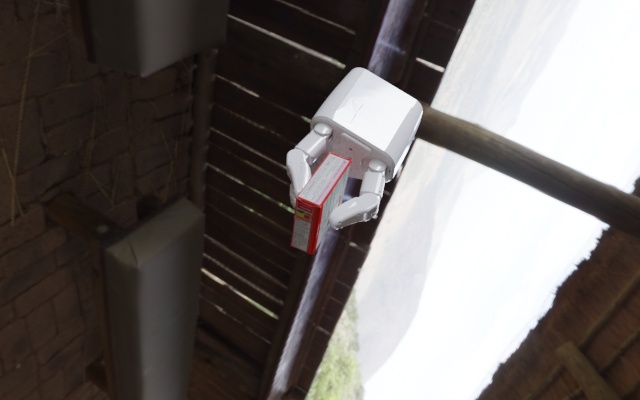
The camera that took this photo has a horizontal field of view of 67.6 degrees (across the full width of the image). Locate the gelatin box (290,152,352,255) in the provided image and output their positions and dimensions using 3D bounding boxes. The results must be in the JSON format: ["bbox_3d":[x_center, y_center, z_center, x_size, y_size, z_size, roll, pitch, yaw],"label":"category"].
[{"bbox_3d":[0.000,0.002,0.513,0.030,0.073,0.089,21,45,11],"label":"gelatin box"}]
